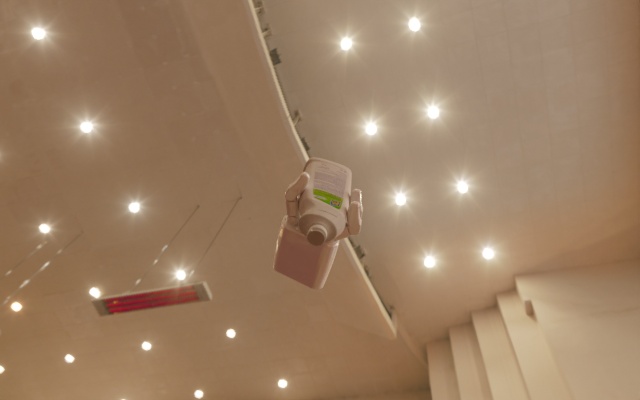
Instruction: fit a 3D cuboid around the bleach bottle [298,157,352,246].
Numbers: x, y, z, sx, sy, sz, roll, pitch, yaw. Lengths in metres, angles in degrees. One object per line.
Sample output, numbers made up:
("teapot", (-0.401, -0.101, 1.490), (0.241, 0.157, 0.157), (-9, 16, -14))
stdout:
("bleach bottle", (0.000, 0.003, 0.860), (0.102, 0.068, 0.250), (15, 27, 0))
